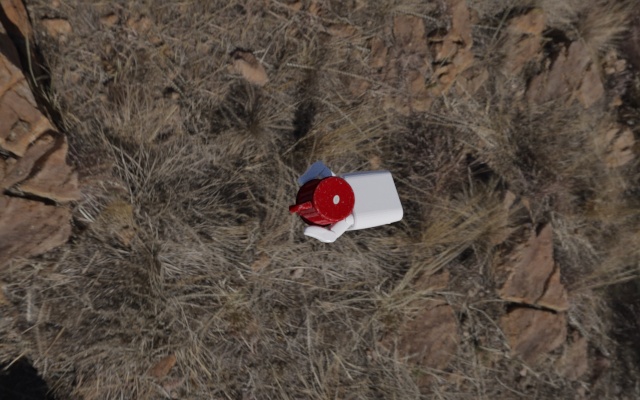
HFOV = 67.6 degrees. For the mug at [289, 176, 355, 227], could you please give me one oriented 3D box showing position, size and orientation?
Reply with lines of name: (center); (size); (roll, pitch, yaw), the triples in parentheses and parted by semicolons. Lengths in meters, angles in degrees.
mug: (-0.001, 0.003, 0.856); (0.117, 0.093, 0.081); (-10, -3, -22)
